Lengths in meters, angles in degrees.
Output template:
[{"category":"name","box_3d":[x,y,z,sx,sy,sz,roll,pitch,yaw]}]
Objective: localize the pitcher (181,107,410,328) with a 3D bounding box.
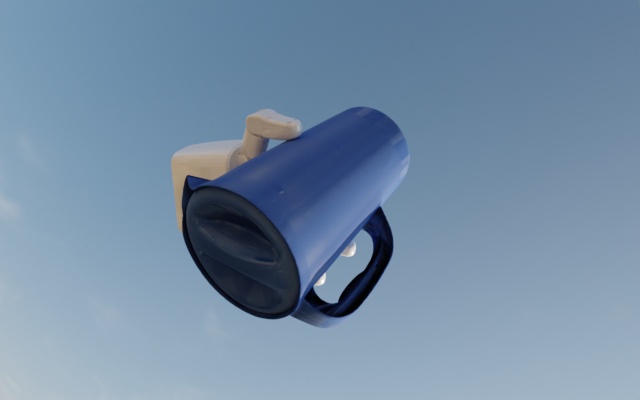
[{"category":"pitcher","box_3d":[0.000,0.001,0.477,0.145,0.149,0.242,4,30,37]}]
